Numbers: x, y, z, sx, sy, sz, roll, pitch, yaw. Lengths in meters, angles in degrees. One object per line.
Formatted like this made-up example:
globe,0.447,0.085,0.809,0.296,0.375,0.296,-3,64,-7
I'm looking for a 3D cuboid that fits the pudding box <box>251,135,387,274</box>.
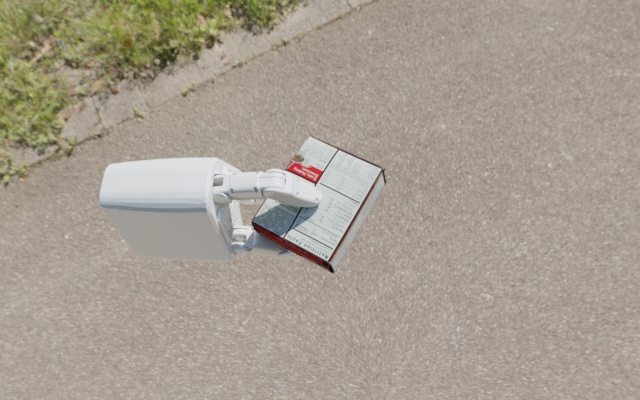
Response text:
pudding box,0.000,0.001,0.470,0.090,0.113,0.039,27,-15,17
